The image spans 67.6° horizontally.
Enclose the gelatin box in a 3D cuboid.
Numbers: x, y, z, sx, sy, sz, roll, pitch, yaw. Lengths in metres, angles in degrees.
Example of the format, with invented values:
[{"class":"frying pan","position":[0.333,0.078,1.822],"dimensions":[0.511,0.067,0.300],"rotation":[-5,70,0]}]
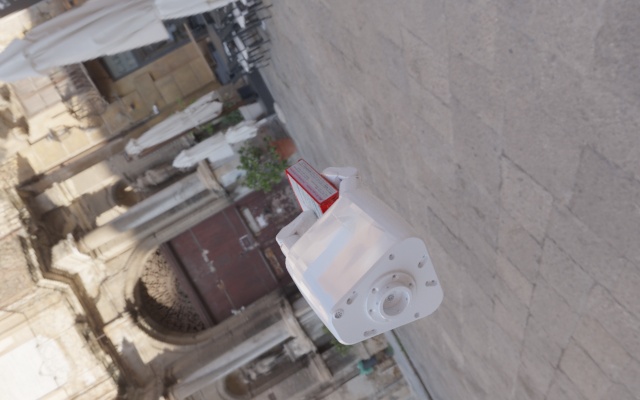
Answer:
[{"class":"gelatin box","position":[0.000,0.002,0.561],"dimensions":[0.030,0.073,0.089],"rotation":[-34,43,-13]}]
